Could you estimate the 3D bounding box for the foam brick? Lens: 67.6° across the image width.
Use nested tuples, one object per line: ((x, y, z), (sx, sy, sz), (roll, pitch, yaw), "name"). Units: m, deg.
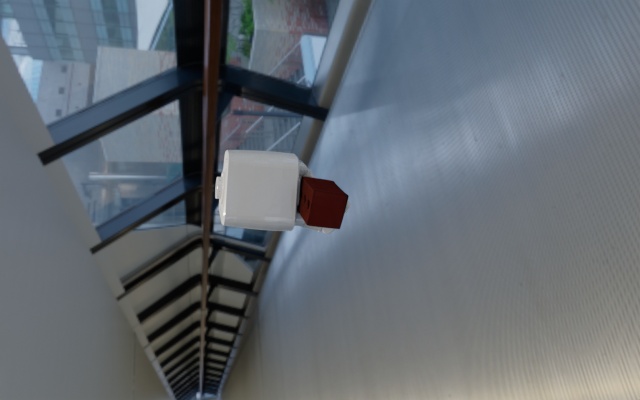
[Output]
((0.000, 0.002, 0.689), (0.051, 0.053, 0.078), (8, 15, -18), "foam brick")
